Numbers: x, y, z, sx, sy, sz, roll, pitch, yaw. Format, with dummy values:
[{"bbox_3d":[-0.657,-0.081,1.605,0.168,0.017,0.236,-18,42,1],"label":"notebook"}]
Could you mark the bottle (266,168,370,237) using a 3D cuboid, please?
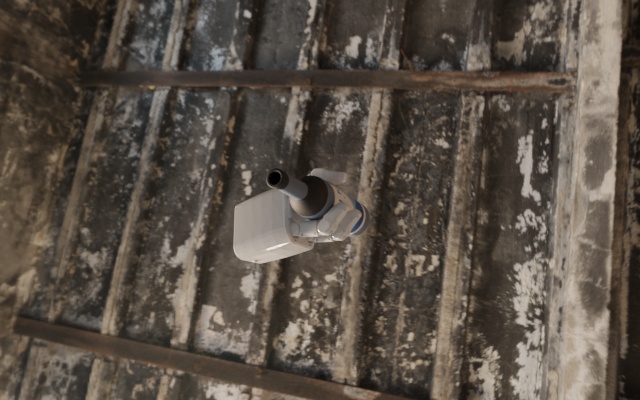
[{"bbox_3d":[0.000,0.003,0.771,0.069,0.069,0.296,0,-13,25],"label":"bottle"}]
